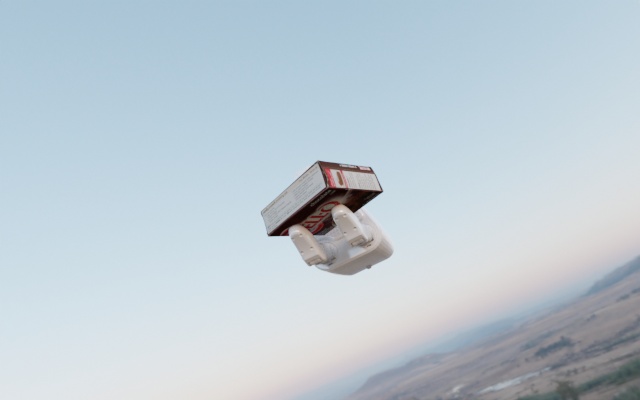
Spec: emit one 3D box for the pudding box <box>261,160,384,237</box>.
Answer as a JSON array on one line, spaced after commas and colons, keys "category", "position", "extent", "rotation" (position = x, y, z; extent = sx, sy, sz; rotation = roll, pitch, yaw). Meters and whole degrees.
[{"category": "pudding box", "position": [0.000, 0.002, 0.542], "extent": [0.090, 0.039, 0.113], "rotation": [1, -33, -44]}]
